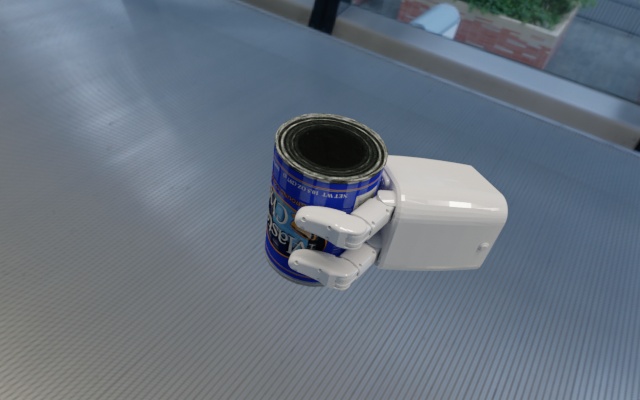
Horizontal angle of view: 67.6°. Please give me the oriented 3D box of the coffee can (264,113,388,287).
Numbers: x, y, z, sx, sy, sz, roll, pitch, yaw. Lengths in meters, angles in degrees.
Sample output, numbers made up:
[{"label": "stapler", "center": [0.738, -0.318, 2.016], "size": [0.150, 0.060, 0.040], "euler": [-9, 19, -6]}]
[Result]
[{"label": "coffee can", "center": [0.000, 0.002, 0.470], "size": [0.103, 0.140, 0.102], "euler": [6, 42, -6]}]
